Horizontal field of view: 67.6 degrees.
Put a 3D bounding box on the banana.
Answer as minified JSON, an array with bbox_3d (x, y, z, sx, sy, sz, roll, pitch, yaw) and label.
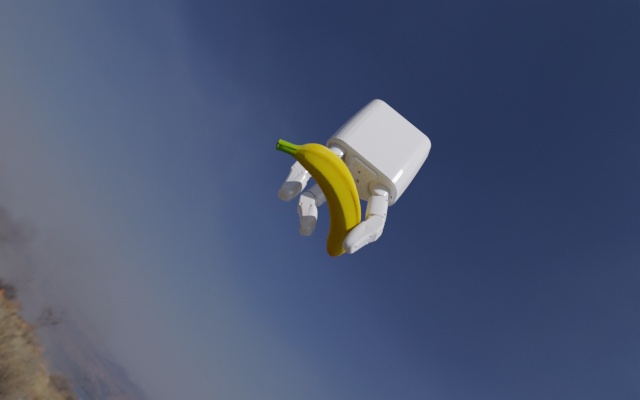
[{"bbox_3d":[0.015,0.001,0.569,0.069,0.198,0.037,7,48,32],"label":"banana"}]
